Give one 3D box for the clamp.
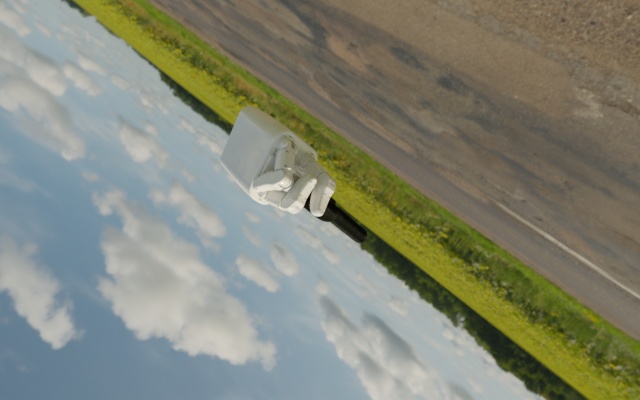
[{"bbox_3d":[0.000,0.003,0.746,0.120,0.039,0.171,42,3,40],"label":"clamp"}]
